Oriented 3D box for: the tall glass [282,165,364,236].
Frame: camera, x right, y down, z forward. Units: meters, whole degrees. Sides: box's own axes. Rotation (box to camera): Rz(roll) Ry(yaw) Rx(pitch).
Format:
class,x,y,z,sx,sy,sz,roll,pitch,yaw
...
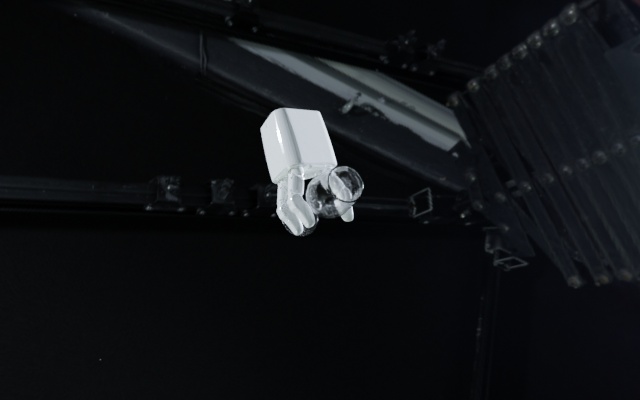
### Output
class,x,y,z,sx,sy,sz,roll,pitch,yaw
tall glass,0.000,0.003,0.824,0.079,0.079,0.201,0,-17,-25
